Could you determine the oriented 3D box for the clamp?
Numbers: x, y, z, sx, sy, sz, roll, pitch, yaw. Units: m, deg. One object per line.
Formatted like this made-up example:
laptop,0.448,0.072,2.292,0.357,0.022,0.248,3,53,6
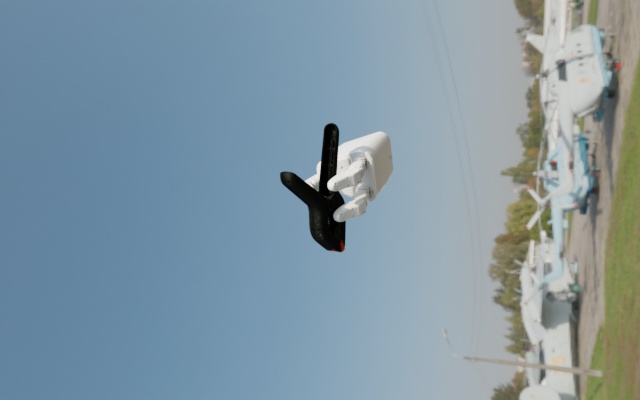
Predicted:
clamp,0.000,0.003,0.756,0.036,0.210,0.164,5,30,29
